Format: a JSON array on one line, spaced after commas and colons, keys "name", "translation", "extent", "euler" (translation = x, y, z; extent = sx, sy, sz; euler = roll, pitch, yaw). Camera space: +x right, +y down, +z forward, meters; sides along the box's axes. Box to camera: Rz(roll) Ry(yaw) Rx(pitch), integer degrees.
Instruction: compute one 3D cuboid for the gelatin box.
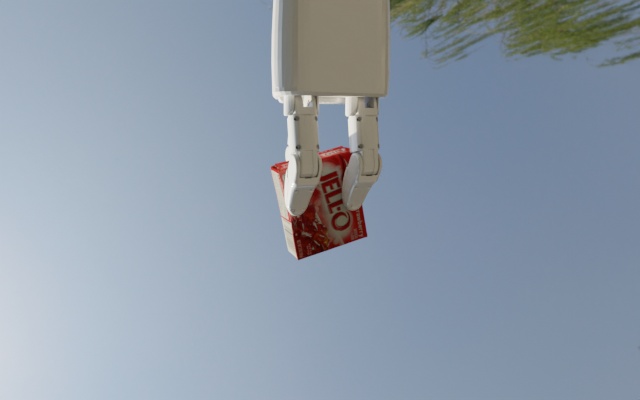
[{"name": "gelatin box", "translation": [0.000, 0.002, 0.440], "extent": [0.073, 0.089, 0.030], "euler": [-17, 20, -19]}]
